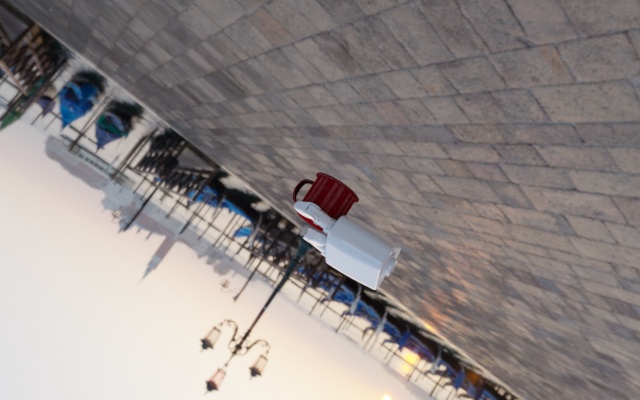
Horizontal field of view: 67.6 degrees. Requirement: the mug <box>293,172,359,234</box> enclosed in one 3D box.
[{"bbox_3d":[-0.001,0.002,0.875,0.117,0.081,0.093,29,-13,20],"label":"mug"}]
